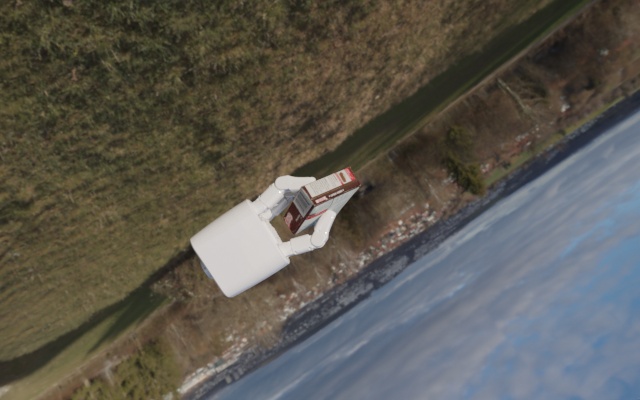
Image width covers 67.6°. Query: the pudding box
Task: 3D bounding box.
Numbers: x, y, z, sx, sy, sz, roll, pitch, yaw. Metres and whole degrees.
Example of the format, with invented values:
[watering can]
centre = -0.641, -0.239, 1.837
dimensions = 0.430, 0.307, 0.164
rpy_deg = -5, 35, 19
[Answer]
[pudding box]
centre = 0.000, 0.003, 0.733
dimensions = 0.090, 0.039, 0.113
rpy_deg = -25, -14, -29
